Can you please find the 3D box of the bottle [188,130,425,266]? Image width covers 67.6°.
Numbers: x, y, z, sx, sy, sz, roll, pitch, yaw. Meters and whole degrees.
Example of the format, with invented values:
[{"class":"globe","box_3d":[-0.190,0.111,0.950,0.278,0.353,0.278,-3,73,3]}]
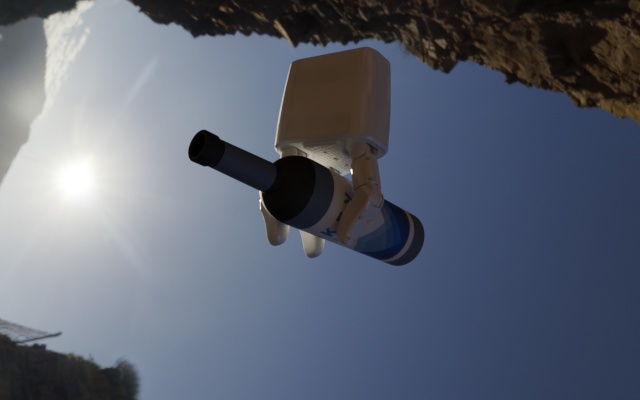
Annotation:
[{"class":"bottle","box_3d":[0.000,0.002,0.477,0.069,0.069,0.296,0,-18,44]}]
